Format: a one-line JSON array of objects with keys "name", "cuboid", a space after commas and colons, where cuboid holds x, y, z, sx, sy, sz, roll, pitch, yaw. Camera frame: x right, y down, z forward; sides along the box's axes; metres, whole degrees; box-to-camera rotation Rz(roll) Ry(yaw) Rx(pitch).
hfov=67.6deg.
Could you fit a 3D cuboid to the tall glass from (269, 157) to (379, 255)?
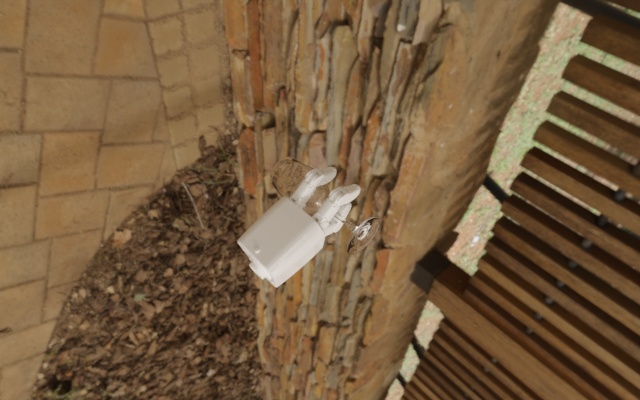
[{"name": "tall glass", "cuboid": [0.001, 0.003, 0.809, 0.201, 0.079, 0.079, 39, 21, 28]}]
